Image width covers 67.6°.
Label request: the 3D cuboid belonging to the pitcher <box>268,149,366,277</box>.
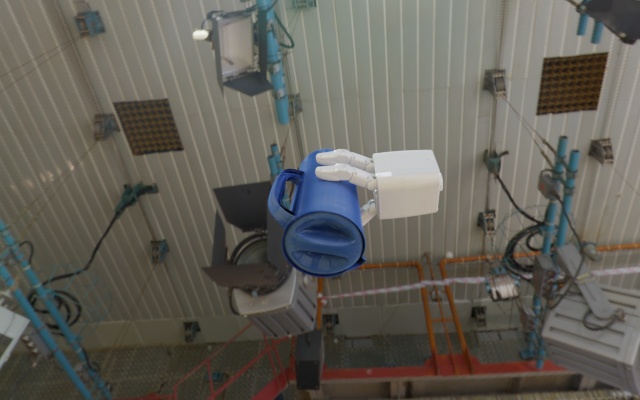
[{"bbox_3d":[0.000,0.003,0.841,0.145,0.149,0.242,-7,33,6],"label":"pitcher"}]
